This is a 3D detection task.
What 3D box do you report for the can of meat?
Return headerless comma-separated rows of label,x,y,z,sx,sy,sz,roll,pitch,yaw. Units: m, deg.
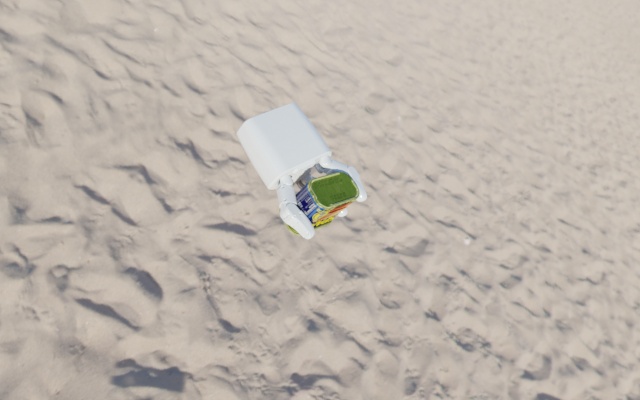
can of meat,0.000,0.002,0.745,0.102,0.057,0.084,-18,-18,-45
